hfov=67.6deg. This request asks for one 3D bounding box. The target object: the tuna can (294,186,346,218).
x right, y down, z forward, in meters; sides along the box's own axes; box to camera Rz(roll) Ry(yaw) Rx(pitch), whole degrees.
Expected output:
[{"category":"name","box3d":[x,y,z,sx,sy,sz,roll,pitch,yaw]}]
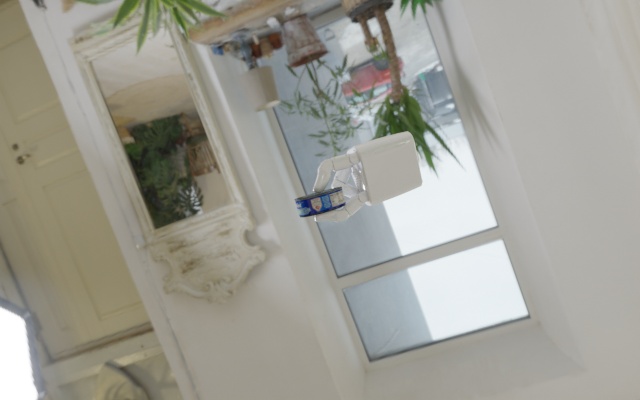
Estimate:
[{"category":"tuna can","box3d":[0.000,0.003,0.830,0.086,0.034,0.086,-15,4,1]}]
